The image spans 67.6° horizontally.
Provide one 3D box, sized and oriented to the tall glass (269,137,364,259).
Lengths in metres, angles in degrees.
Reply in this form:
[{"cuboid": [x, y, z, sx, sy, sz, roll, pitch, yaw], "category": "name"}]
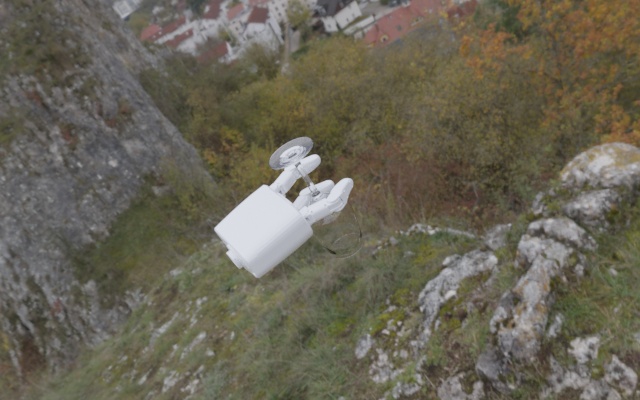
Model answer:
[{"cuboid": [0.000, 0.002, 0.753, 0.079, 0.201, 0.079, -23, 32, 15], "category": "tall glass"}]
